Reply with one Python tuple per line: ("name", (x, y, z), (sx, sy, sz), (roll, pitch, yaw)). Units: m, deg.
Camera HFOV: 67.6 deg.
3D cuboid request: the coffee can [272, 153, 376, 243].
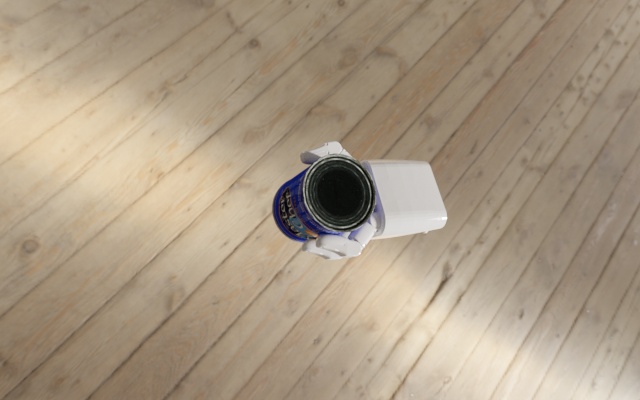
("coffee can", (0.000, 0.002, 0.668), (0.103, 0.103, 0.140), (0, -10, -22))
